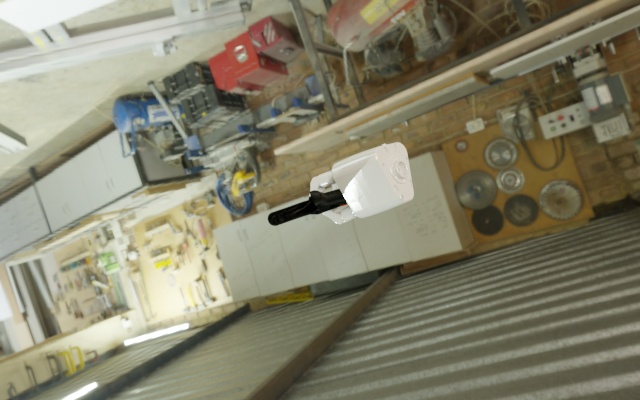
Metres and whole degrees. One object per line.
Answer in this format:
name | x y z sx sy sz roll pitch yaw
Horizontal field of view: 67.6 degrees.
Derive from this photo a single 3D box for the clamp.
clamp | 0.000 0.003 0.855 0.171 0.039 0.120 -17 -3 -45
